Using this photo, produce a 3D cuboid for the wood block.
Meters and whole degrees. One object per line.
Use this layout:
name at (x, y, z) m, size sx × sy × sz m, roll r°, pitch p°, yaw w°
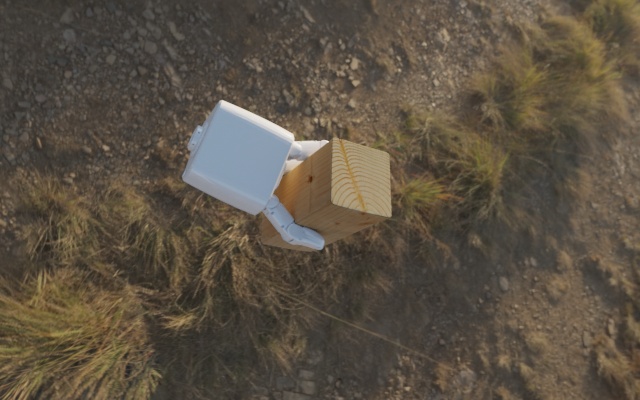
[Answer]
wood block at (0.000, 0.002, 0.670) m, size 0.090 × 0.090 × 0.206 m, roll 13°, pitch -23°, yaw -27°
